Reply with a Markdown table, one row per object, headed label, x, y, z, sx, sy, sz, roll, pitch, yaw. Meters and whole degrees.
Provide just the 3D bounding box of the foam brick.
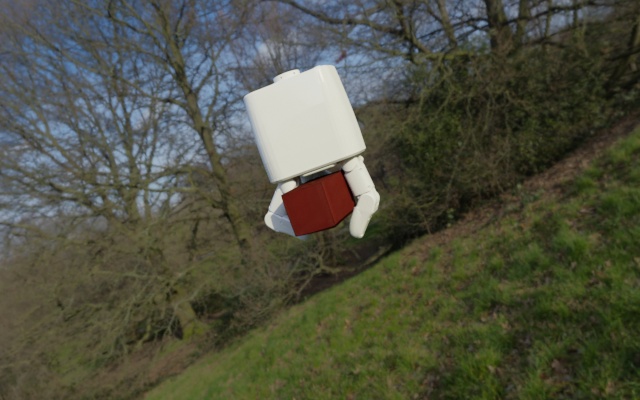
| label | x | y | z | sx | sy | sz | roll | pitch | yaw |
| --- | --- | --- | --- | --- | --- | --- | --- | --- | --- |
| foam brick | 0.000 | 0.002 | 0.545 | 0.053 | 0.051 | 0.078 | -16 | 8 | 25 |
